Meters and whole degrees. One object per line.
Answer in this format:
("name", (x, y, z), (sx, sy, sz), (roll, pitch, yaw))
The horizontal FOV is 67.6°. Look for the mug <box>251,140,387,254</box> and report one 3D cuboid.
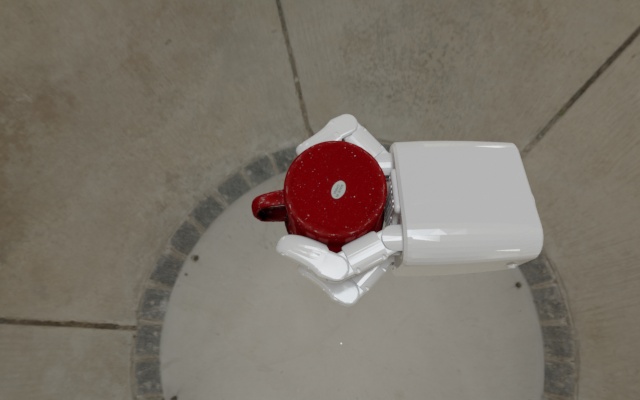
("mug", (-0.001, 0.001, 0.403), (0.117, 0.093, 0.081), (-2, -17, 0))
